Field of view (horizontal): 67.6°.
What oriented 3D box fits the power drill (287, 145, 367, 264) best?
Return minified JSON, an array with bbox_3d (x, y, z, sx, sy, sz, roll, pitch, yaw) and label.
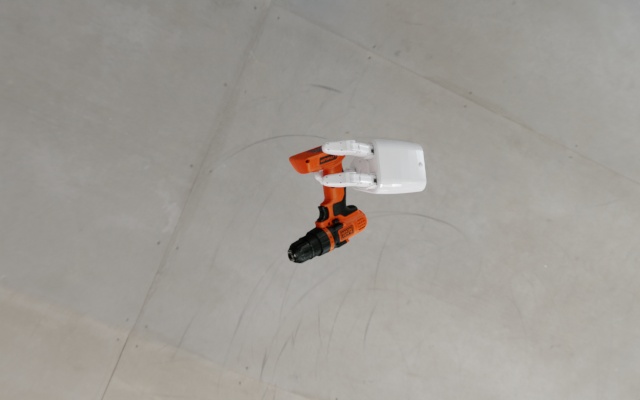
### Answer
[{"bbox_3d":[0.000,0.002,0.858,0.184,0.188,0.057,-26,24,-38],"label":"power drill"}]
